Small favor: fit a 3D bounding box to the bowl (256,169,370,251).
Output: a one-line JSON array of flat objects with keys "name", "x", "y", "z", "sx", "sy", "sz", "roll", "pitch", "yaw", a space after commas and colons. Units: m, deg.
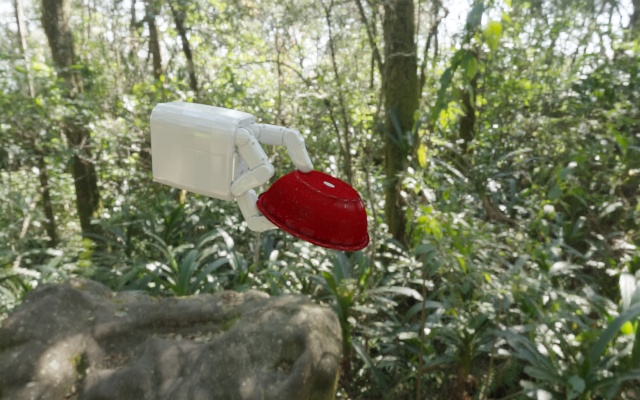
[{"name": "bowl", "x": 0.002, "y": 0.002, "z": 0.630, "sx": 0.162, "sy": 0.055, "sz": 0.162, "roll": 20, "pitch": 18, "yaw": -7}]
